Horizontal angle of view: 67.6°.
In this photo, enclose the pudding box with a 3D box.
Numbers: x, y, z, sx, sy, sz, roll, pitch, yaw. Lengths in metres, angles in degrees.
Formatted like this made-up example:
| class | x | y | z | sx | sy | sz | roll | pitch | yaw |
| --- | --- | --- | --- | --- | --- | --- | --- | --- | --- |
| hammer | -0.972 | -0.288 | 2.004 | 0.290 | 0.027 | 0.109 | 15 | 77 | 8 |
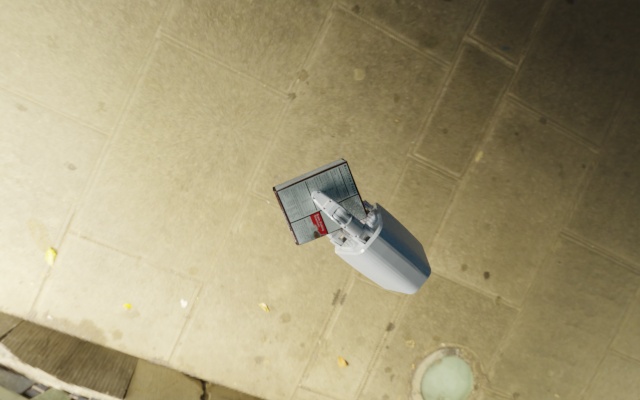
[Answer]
| class | x | y | z | sx | sy | sz | roll | pitch | yaw |
| --- | --- | --- | --- | --- | --- | --- | --- | --- | --- |
| pudding box | 0.000 | 0.002 | 0.681 | 0.113 | 0.090 | 0.039 | -23 | 13 | -7 |
